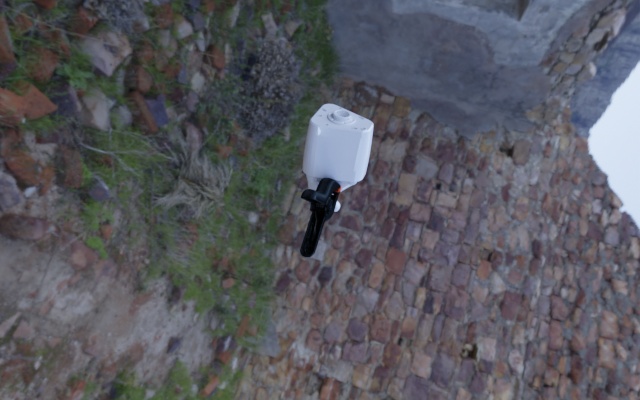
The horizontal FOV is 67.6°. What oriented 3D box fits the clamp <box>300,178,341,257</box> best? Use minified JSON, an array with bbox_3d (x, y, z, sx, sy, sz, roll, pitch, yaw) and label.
[{"bbox_3d":[0.001,0.003,0.819,0.039,0.120,0.171,13,37,9],"label":"clamp"}]
